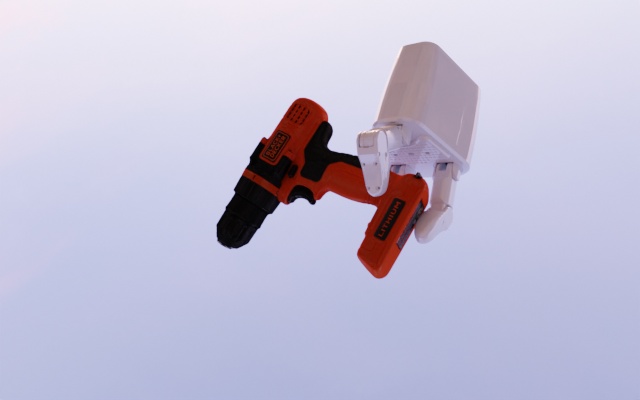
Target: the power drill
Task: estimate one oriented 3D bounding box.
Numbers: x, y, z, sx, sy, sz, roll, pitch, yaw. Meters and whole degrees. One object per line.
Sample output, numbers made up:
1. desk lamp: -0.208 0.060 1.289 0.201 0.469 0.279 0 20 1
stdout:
1. power drill: 0.001 0.002 0.490 0.187 0.184 0.057 30 -4 21
